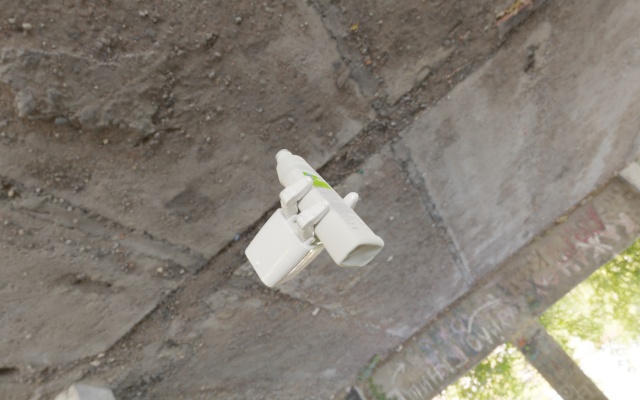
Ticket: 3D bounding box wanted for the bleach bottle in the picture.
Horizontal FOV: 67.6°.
[{"bbox_3d":[0.000,0.003,0.836,0.102,0.068,0.250,14,32,-54],"label":"bleach bottle"}]
